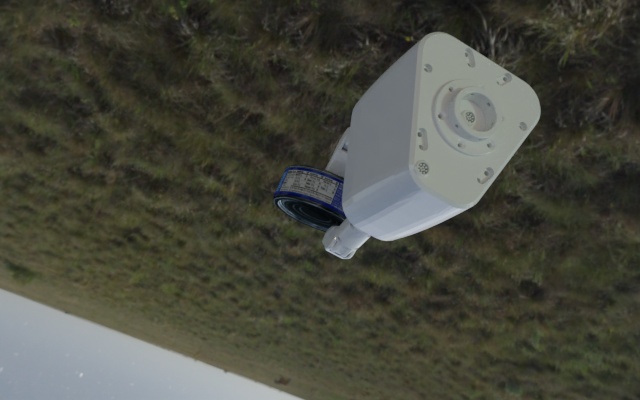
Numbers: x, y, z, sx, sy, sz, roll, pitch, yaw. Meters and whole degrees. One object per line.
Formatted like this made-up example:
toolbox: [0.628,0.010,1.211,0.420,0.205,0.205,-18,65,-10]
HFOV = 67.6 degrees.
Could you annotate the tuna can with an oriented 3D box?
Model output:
tuna can: [0.000,0.002,0.447,0.086,0.033,0.086,21,-16,6]
